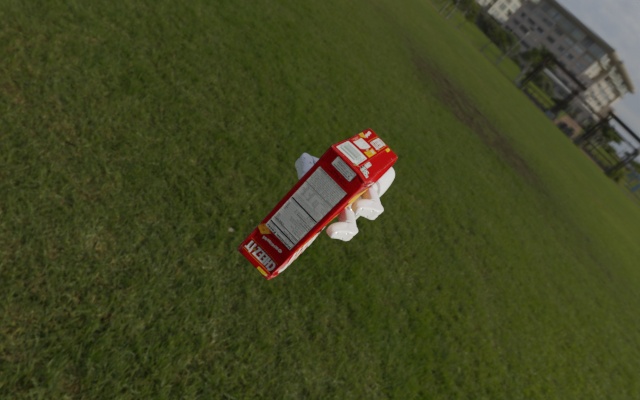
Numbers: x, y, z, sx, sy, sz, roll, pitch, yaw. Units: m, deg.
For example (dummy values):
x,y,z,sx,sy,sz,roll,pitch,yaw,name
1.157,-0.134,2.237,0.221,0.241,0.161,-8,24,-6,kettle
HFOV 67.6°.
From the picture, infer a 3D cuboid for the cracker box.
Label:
x,y,z,sx,sy,sz,roll,pitch,yaw,name
0.000,0.002,0.688,0.214,0.072,0.164,-46,-5,27,cracker box
